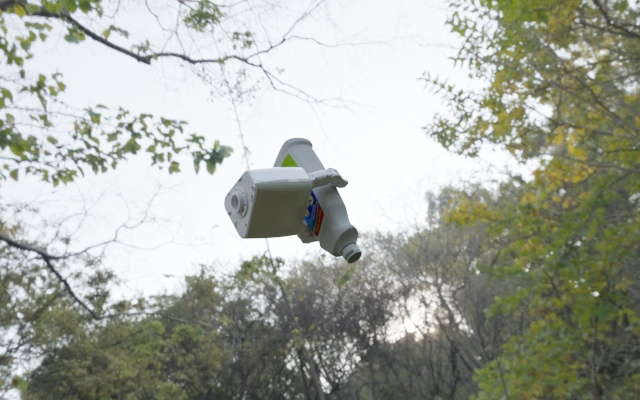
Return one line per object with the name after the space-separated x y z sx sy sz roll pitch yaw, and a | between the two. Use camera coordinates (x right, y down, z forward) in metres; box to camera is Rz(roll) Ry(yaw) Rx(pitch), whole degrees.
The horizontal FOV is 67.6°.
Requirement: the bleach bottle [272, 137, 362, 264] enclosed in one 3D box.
0.000 0.003 0.853 0.068 0.103 0.250 -4 46 -38 | bleach bottle
